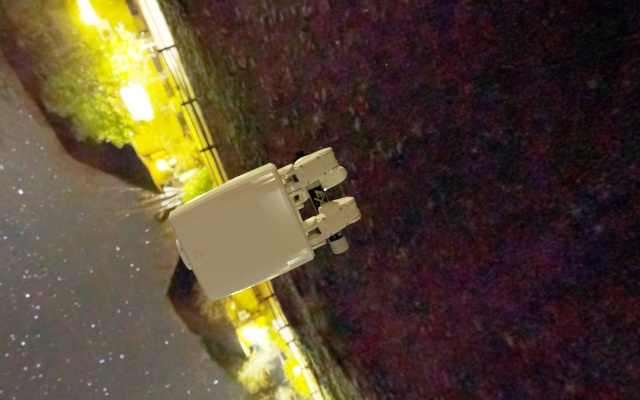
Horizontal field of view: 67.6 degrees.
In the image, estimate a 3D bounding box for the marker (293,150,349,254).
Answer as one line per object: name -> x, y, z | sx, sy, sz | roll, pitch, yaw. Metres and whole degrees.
marker -> 0.000, 0.002, 0.528 | 0.020, 0.121, 0.020 | -23, 11, 4
